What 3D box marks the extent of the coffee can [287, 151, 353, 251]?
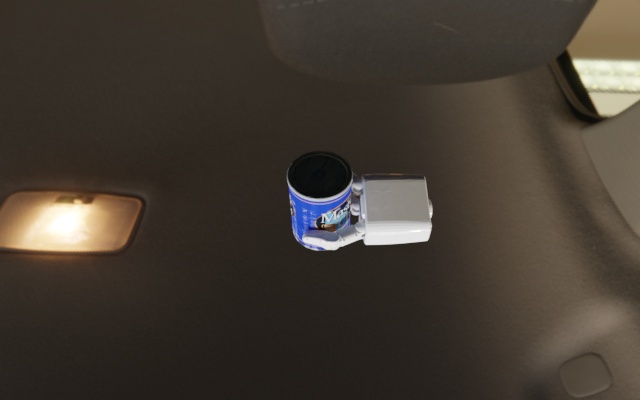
[{"bbox_3d":[0.000,0.003,0.795,0.103,0.102,0.140,0,-39,1],"label":"coffee can"}]
